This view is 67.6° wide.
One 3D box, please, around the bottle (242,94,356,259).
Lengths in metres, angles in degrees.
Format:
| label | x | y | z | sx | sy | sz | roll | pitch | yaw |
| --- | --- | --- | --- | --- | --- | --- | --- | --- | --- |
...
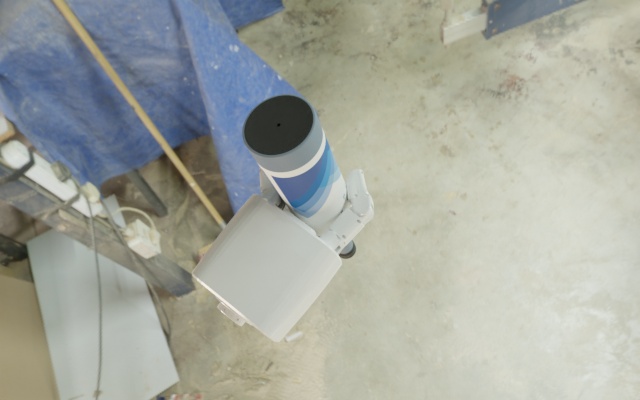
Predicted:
| label | x | y | z | sx | sy | sz | roll | pitch | yaw |
| --- | --- | --- | --- | --- | --- | --- | --- | --- | --- |
| bottle | 0.000 | 0.002 | 0.531 | 0.069 | 0.069 | 0.296 | 0 | -27 | 16 |
